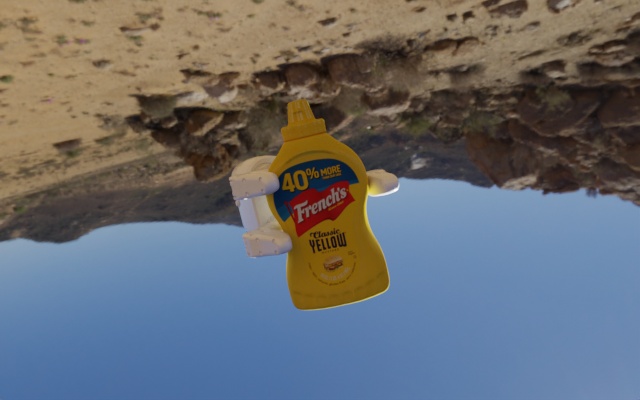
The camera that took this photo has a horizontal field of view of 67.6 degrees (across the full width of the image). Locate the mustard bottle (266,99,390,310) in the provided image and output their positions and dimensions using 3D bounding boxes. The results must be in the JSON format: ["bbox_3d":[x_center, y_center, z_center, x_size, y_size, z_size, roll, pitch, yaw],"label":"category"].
[{"bbox_3d":[0.000,0.002,0.450,0.096,0.191,0.058,-12,8,4],"label":"mustard bottle"}]
